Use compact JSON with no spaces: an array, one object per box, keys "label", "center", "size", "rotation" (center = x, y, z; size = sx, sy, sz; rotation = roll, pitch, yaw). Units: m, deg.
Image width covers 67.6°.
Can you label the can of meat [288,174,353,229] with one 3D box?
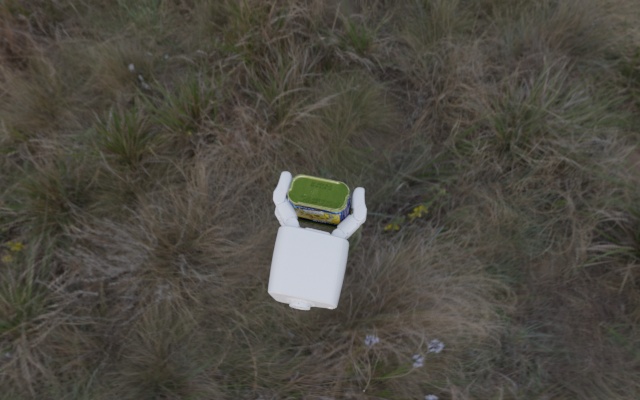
[{"label":"can of meat","center":[0.000,0.002,0.782],"size":[0.102,0.057,0.084],"rotation":[11,-20,9]}]
